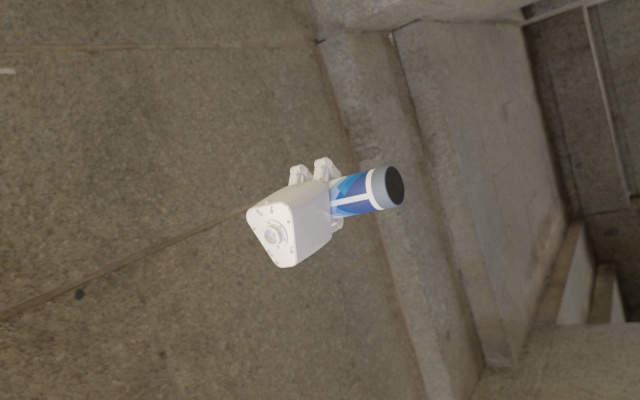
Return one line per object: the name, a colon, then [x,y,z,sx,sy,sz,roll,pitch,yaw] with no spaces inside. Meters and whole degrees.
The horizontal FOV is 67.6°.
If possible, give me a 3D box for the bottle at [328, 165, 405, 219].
bottle: [0.000,0.003,0.835,0.296,0.069,0.069,-13,-7,35]
